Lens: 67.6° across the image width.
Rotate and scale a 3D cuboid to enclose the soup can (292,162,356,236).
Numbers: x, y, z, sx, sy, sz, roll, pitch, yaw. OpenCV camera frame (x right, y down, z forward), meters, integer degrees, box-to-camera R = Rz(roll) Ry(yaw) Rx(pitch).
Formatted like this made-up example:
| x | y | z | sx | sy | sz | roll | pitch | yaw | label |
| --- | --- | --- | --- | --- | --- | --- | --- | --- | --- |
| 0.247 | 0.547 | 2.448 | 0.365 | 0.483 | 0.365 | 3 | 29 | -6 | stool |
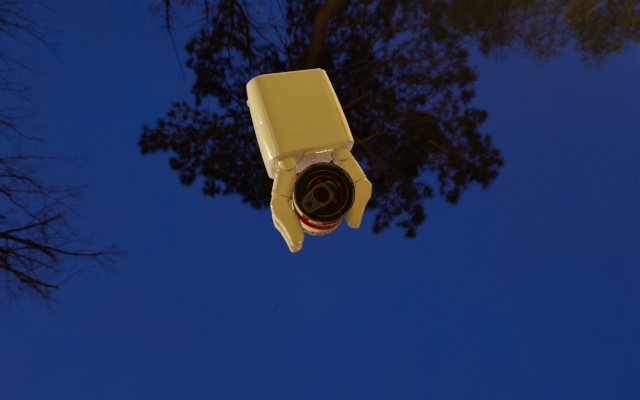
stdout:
| x | y | z | sx | sy | sz | roll | pitch | yaw | label |
| --- | --- | --- | --- | --- | --- | --- | --- | --- | --- |
| 0.000 | 0.002 | 0.565 | 0.068 | 0.068 | 0.102 | 0 | -13 | -5 | soup can |
